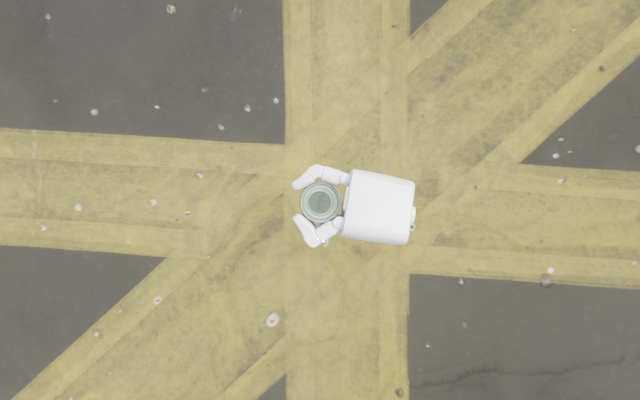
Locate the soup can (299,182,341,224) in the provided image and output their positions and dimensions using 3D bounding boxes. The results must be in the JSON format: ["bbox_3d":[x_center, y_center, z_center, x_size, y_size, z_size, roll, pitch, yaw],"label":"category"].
[{"bbox_3d":[0.000,0.002,0.801,0.068,0.068,0.102,0,1,1],"label":"soup can"}]
